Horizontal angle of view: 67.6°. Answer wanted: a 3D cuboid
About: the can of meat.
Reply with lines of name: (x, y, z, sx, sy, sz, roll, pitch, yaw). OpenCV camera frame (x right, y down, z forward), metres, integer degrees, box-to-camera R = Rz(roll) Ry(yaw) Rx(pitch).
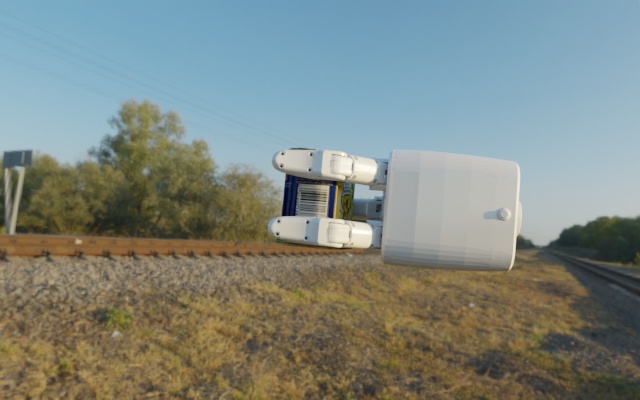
can of meat: (0.000, 0.001, 0.444, 0.057, 0.084, 0.102, 5, -4, 14)
